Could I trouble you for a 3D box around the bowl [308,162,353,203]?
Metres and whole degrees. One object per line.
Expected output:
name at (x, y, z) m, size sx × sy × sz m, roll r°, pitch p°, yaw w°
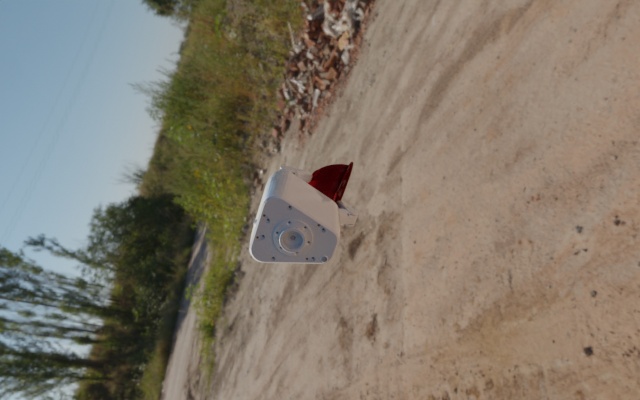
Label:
bowl at (0.000, 0.002, 0.789) m, size 0.055 × 0.162 × 0.162 m, roll 22°, pitch 2°, yaw 6°
